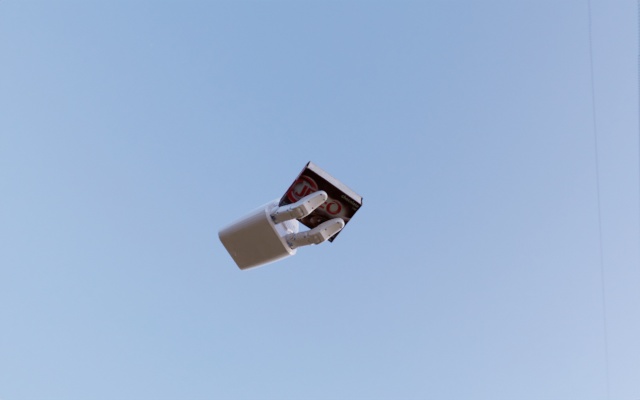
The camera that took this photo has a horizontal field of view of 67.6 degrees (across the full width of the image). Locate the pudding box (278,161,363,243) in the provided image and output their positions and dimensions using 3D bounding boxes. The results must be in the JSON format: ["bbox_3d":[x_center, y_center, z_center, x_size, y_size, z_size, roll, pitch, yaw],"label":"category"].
[{"bbox_3d":[0.000,0.003,0.792,0.113,0.090,0.039,33,26,-9],"label":"pudding box"}]
